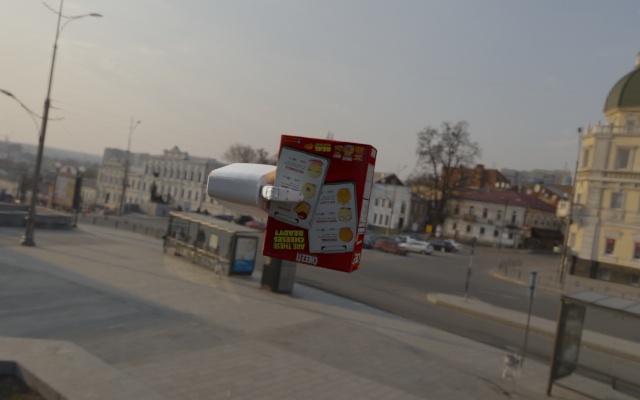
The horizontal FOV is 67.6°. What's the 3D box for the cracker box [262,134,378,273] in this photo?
[{"bbox_3d":[0.000,0.003,0.826,0.164,0.213,0.072,9,1,20],"label":"cracker box"}]
